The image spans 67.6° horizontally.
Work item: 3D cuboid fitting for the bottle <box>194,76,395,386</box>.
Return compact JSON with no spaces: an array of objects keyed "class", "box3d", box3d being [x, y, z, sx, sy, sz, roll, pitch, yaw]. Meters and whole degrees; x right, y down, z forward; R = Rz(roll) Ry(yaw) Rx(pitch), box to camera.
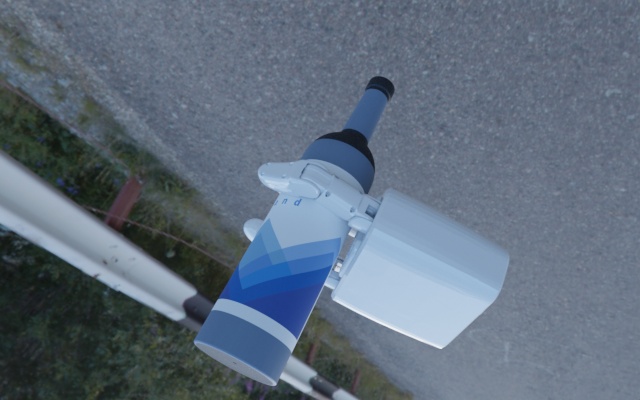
[{"class":"bottle","box3d":[0.000,0.001,0.407,0.069,0.295,0.069,21,-28,12]}]
